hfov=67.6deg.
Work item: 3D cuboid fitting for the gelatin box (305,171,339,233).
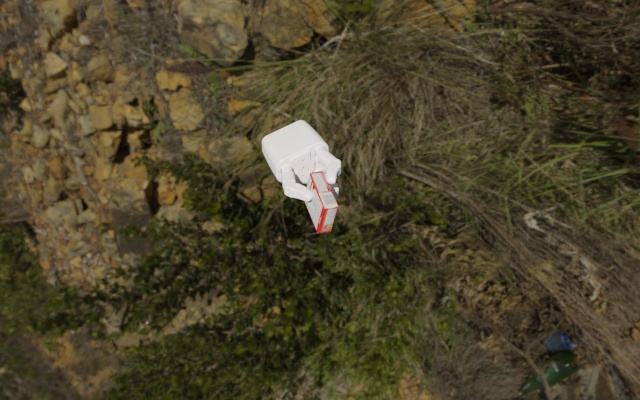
[{"bbox_3d":[0.000,0.003,0.870,0.030,0.089,0.073,-8,-38,-19],"label":"gelatin box"}]
